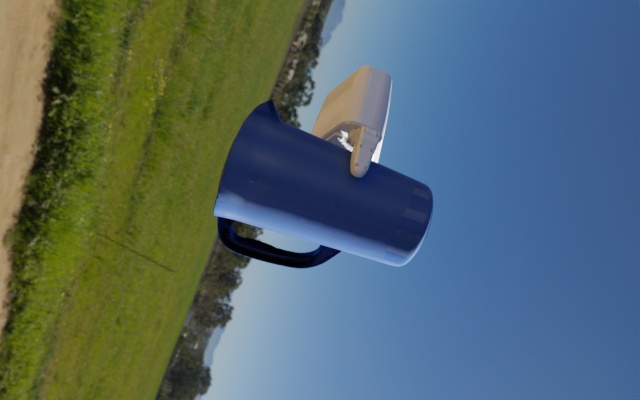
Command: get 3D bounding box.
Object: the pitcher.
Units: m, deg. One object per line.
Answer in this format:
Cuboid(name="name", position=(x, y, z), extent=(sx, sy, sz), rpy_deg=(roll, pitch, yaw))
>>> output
Cuboid(name="pitcher", position=(0.000, 0.002, 0.574), extent=(0.243, 0.145, 0.149), rpy_deg=(20, -30, -7))
